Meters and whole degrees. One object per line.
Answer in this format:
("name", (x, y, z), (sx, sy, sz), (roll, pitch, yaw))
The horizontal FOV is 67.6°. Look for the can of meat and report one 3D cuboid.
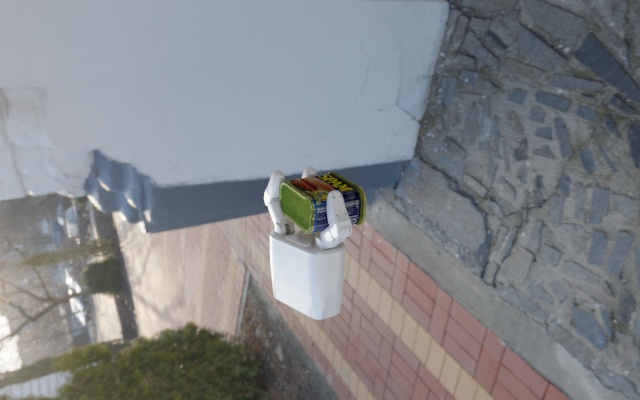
("can of meat", (0.000, 0.002, 0.662), (0.084, 0.057, 0.102), (-10, 25, -28))
